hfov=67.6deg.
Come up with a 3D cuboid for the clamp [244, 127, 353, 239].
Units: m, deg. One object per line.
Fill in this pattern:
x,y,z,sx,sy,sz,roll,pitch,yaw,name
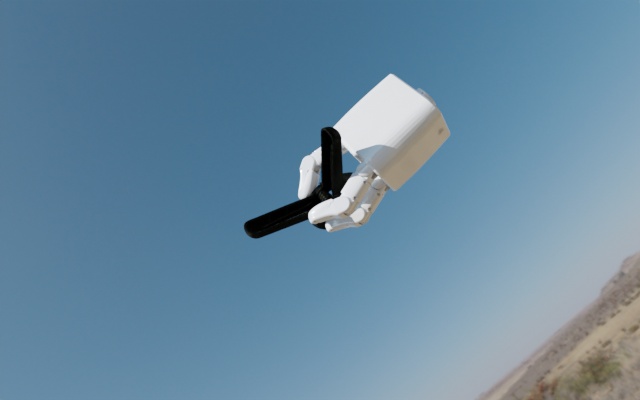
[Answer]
0.000,0.002,0.635,0.036,0.164,0.210,48,8,28,clamp
